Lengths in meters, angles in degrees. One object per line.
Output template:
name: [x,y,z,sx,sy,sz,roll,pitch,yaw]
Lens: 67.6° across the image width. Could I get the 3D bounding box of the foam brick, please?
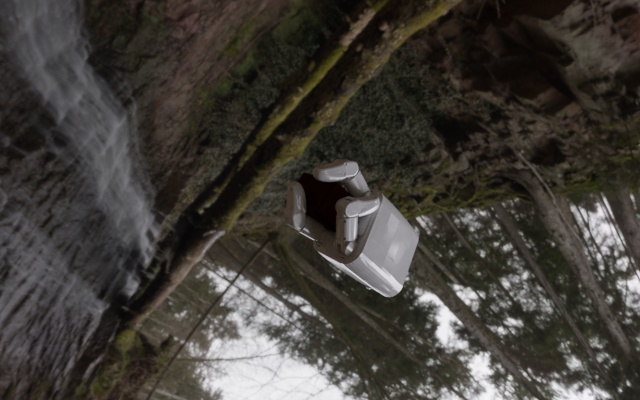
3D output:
foam brick: [0.000,0.002,0.644,0.051,0.053,0.078,41,-12,-34]
